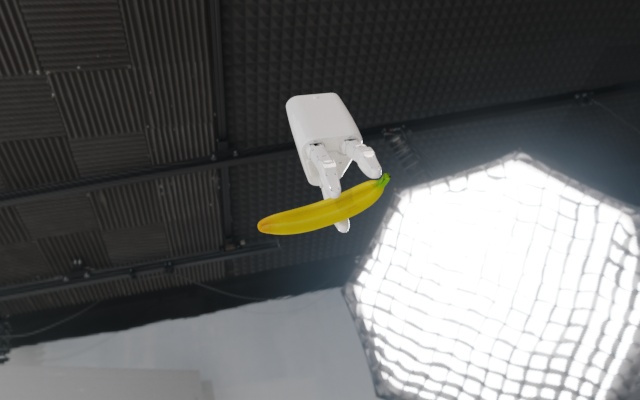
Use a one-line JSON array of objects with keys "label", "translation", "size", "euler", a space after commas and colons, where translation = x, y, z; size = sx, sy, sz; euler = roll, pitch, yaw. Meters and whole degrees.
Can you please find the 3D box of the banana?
[{"label": "banana", "translation": [0.009, 0.010, 0.687], "size": [0.198, 0.037, 0.070], "euler": [-23, -34, 5]}]
